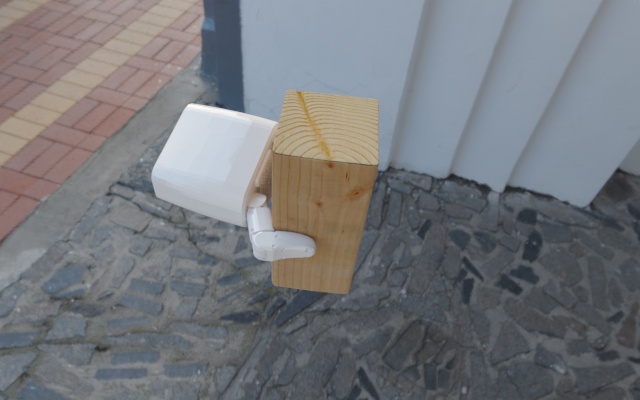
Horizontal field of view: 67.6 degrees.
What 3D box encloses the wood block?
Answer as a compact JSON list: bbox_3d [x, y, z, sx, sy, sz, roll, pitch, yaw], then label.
[{"bbox_3d":[0.000,0.002,0.493,0.090,0.090,0.206,7,-41,0],"label":"wood block"}]
